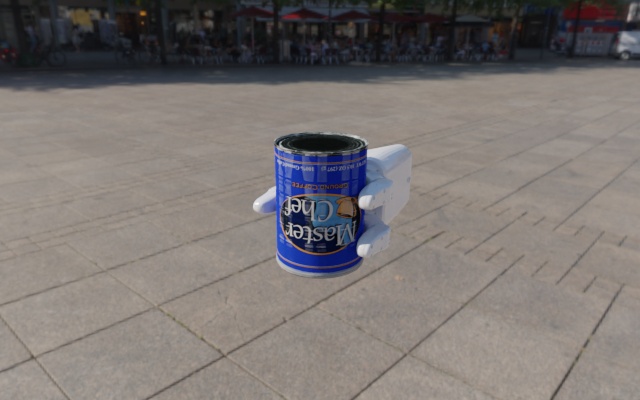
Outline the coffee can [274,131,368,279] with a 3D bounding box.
[{"bbox_3d":[0.000,0.002,0.538,0.103,0.140,0.102,0,20,0],"label":"coffee can"}]
